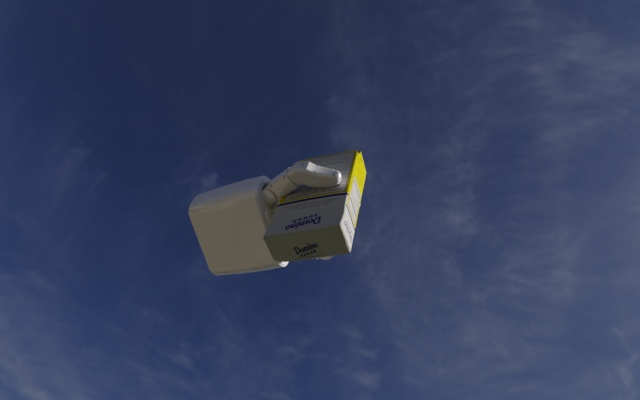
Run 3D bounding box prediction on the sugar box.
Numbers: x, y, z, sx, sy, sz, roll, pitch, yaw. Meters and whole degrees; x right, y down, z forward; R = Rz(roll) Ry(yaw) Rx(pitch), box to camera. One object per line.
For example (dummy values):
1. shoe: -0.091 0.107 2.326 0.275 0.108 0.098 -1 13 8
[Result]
1. sugar box: 0.000 0.002 0.587 0.093 0.048 0.176 -10 33 19
